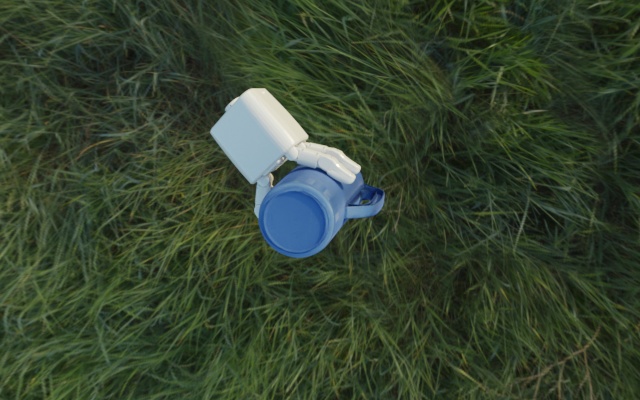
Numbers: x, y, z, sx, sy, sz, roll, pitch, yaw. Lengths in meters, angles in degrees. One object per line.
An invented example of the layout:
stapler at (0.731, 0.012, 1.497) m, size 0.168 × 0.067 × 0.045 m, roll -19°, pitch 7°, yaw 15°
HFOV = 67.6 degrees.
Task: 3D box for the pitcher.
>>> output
pitcher at (0.000, 0.002, 0.751) m, size 0.149 × 0.145 × 0.242 m, roll -38°, pitch 3°, yaw 17°
